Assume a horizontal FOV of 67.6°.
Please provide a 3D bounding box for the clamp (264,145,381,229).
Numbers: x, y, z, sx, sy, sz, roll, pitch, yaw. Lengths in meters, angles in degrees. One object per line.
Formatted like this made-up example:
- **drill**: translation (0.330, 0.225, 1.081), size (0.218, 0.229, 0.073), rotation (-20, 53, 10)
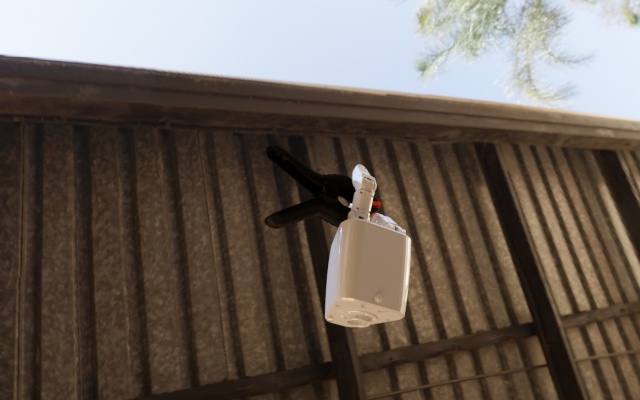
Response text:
- **clamp**: translation (0.000, 0.002, 0.625), size (0.171, 0.120, 0.039), rotation (20, -31, -18)
